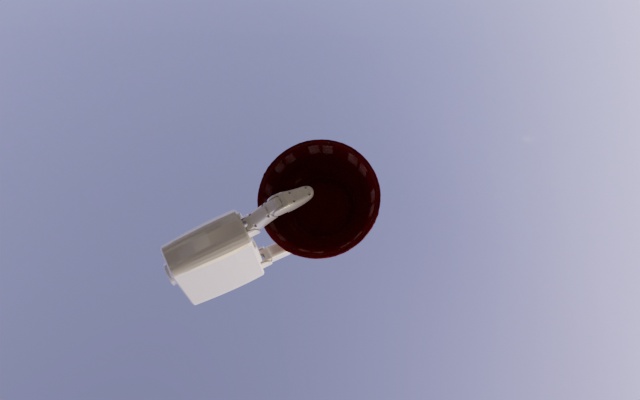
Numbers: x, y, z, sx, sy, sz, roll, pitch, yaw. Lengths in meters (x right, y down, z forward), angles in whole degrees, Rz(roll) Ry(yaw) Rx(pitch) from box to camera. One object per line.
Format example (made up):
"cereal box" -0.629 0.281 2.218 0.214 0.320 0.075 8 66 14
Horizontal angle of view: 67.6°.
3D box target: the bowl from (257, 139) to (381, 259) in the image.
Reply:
"bowl" 0.001 0.002 0.643 0.162 0.162 0.055 0 -15 8
